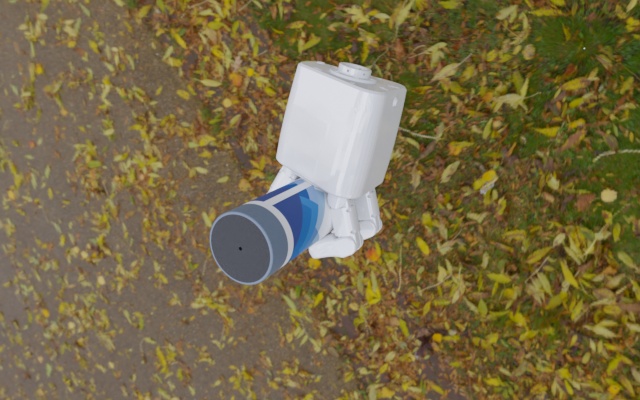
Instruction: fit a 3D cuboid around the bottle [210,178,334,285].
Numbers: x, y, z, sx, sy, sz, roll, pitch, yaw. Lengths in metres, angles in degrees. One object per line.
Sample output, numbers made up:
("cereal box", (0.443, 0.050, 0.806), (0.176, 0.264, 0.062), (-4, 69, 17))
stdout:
("bottle", (0.000, 0.002, 0.528), (0.069, 0.069, 0.295), (0, 16, 29))
